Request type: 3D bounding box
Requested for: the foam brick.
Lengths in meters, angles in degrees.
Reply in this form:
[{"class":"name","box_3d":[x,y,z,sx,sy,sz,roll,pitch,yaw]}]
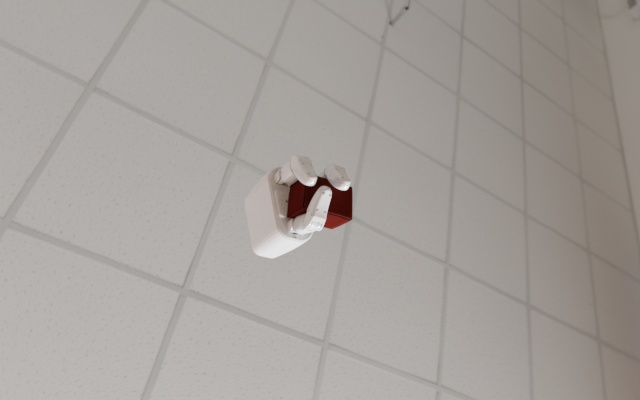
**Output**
[{"class":"foam brick","box_3d":[0.000,0.002,0.677,0.078,0.053,0.051,17,-28,-25]}]
